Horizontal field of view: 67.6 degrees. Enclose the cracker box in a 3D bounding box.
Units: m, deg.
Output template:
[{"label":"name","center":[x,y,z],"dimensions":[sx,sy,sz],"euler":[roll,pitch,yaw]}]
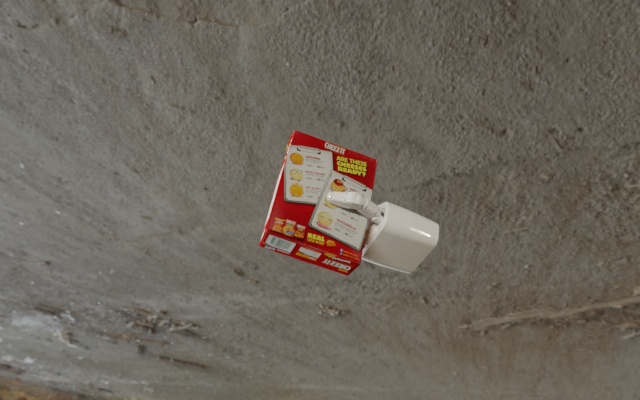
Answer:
[{"label":"cracker box","center":[0.000,0.003,0.826],"dimensions":[0.164,0.213,0.072],"euler":[19,-33,-10]}]
